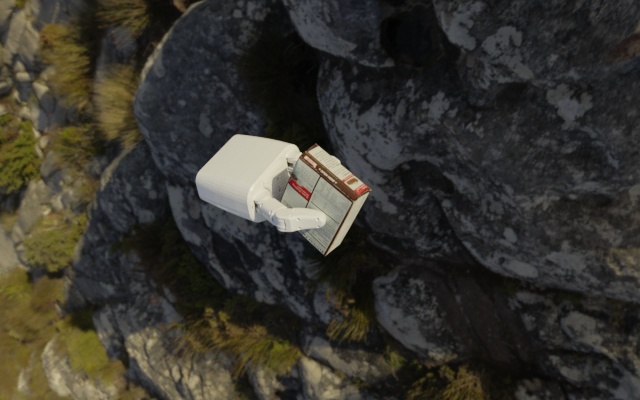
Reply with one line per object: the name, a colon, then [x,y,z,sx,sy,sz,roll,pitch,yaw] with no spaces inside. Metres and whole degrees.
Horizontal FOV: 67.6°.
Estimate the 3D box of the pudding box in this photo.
pudding box: [0.000,0.002,0.586,0.039,0.090,0.114,-38,-18,-40]
